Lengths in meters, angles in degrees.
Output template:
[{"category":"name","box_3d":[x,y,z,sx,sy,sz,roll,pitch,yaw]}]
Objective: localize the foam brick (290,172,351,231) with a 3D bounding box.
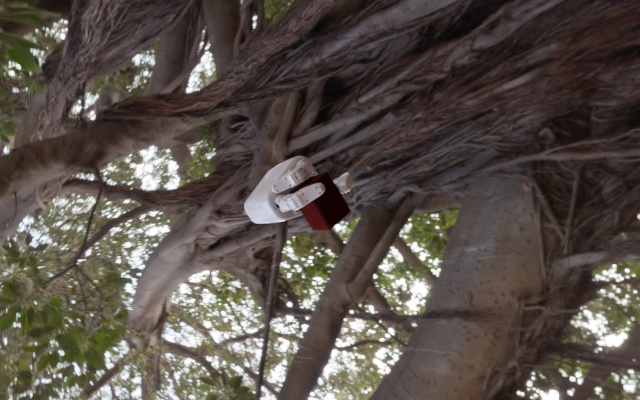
[{"category":"foam brick","box_3d":[0.000,0.003,0.767,0.053,0.078,0.051,-38,13,-31]}]
